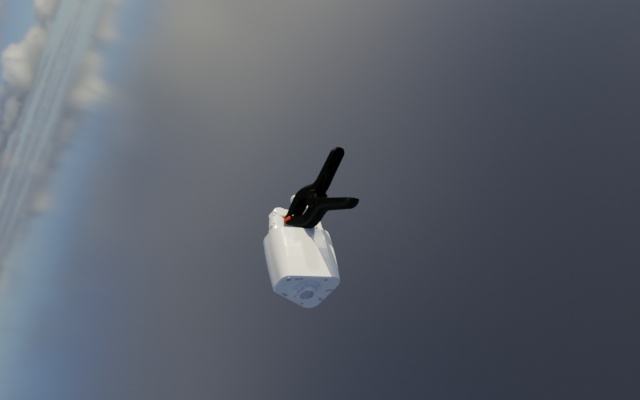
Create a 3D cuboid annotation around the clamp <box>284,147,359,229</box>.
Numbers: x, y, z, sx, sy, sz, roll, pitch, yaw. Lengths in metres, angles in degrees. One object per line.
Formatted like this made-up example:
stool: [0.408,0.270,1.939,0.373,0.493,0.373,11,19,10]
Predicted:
clamp: [0.000,0.003,0.822,0.039,0.120,0.171,19,-54,-32]
